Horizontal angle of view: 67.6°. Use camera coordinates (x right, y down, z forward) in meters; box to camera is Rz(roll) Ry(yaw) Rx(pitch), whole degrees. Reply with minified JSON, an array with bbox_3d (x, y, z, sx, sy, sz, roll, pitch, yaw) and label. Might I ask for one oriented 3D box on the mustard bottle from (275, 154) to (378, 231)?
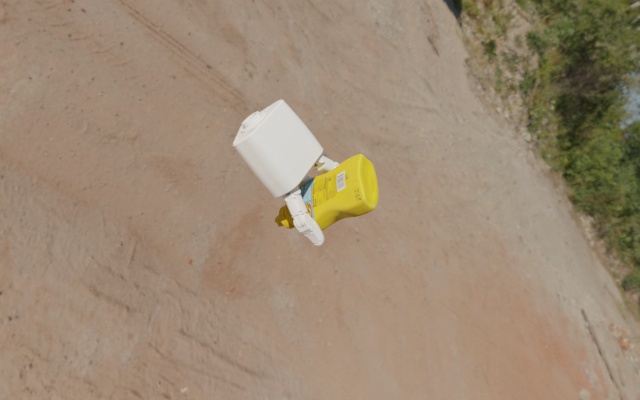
[{"bbox_3d":[0.001,0.003,0.777,0.192,0.096,0.058,-24,-40,31],"label":"mustard bottle"}]
